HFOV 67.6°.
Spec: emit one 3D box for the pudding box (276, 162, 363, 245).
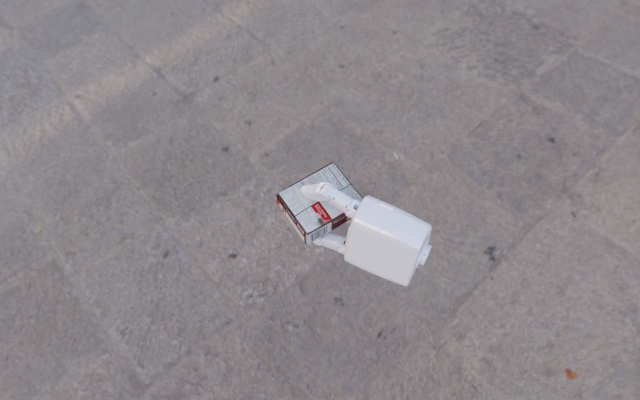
[{"bbox_3d":[0.000,0.002,0.754,0.113,0.090,0.039,-29,-25,-17],"label":"pudding box"}]
